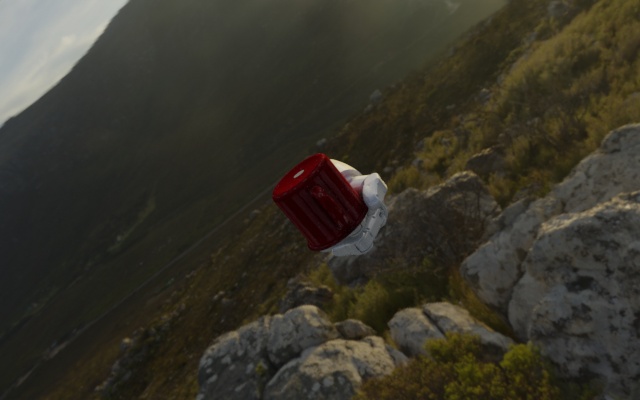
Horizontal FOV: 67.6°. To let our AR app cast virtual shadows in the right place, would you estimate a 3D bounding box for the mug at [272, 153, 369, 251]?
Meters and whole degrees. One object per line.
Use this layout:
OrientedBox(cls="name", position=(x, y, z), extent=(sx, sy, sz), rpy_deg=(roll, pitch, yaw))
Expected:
OrientedBox(cls="mug", position=(0.000, 0.002, 0.553), extent=(0.093, 0.081, 0.117), rpy_deg=(-41, 19, -2))
